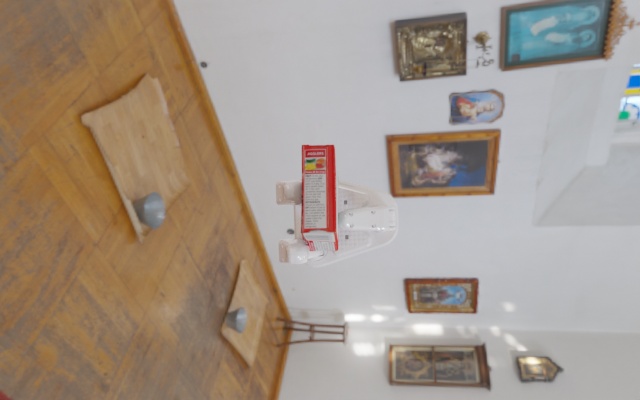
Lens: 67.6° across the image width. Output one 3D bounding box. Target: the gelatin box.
[{"bbox_3d":[0.001,0.001,0.412,0.030,0.073,0.089,-1,-15,3],"label":"gelatin box"}]
